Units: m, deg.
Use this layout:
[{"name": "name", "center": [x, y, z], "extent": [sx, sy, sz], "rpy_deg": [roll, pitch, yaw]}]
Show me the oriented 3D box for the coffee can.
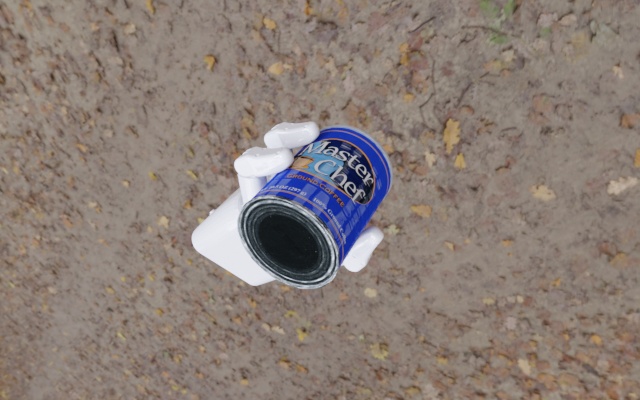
[{"name": "coffee can", "center": [0.000, 0.001, 0.469], "extent": [0.103, 0.103, 0.140], "rpy_deg": [0, 33, 31]}]
